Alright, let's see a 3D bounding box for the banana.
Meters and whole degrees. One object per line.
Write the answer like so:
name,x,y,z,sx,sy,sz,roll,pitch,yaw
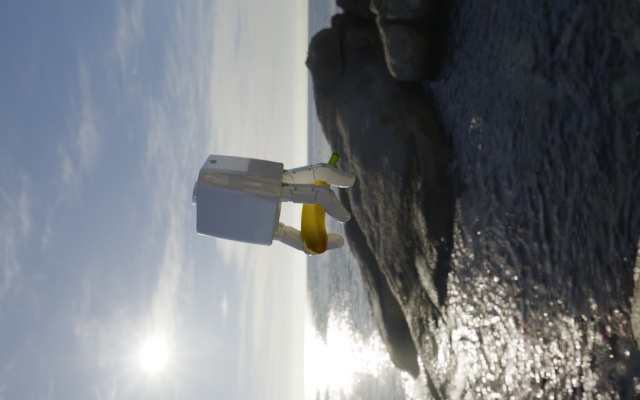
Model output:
banana,-0.005,0.012,0.685,0.037,0.197,0.070,17,-46,-9
